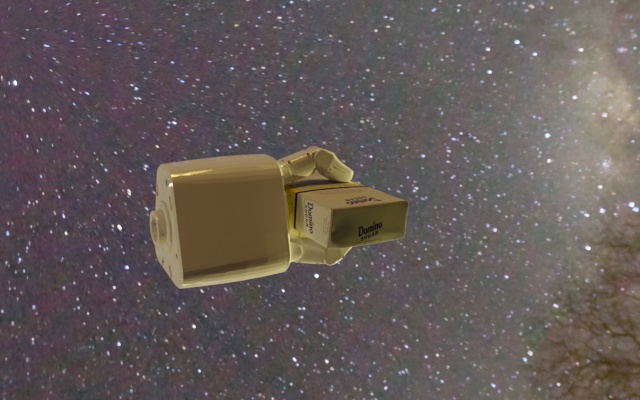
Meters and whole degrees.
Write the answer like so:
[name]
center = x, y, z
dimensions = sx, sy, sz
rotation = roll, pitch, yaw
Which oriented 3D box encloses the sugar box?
[sugar box]
center = 0.000, 0.002, 0.511
dimensions = 0.093, 0.048, 0.176
rotation = -5, 19, -32
